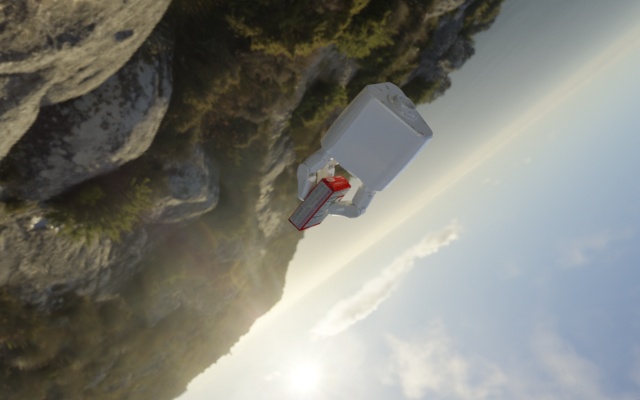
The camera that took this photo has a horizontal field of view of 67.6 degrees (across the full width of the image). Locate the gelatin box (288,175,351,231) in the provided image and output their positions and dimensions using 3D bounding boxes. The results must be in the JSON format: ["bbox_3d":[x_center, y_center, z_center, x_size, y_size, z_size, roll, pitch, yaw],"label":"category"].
[{"bbox_3d":[0.000,0.003,0.733,0.030,0.089,0.073,45,22,13],"label":"gelatin box"}]
